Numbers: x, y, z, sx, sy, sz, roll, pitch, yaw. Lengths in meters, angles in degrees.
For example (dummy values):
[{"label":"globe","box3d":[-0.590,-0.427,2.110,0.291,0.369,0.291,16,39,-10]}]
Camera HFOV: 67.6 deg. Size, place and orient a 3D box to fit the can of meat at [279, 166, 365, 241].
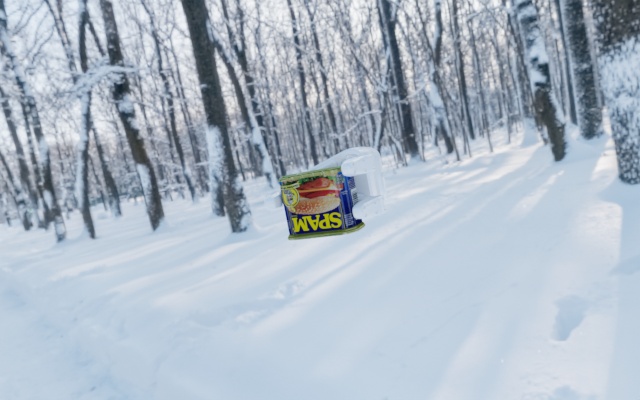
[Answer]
[{"label":"can of meat","box3d":[0.000,0.002,0.625,0.102,0.084,0.057,-8,7,25]}]
